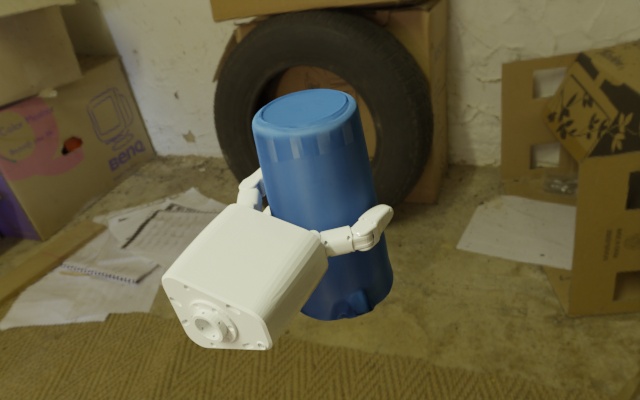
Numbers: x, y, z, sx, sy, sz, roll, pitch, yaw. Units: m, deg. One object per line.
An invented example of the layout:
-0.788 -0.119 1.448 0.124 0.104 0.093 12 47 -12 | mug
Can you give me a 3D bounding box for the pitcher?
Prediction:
0.000 0.002 0.544 0.149 0.243 0.145 8 38 28 | pitcher
